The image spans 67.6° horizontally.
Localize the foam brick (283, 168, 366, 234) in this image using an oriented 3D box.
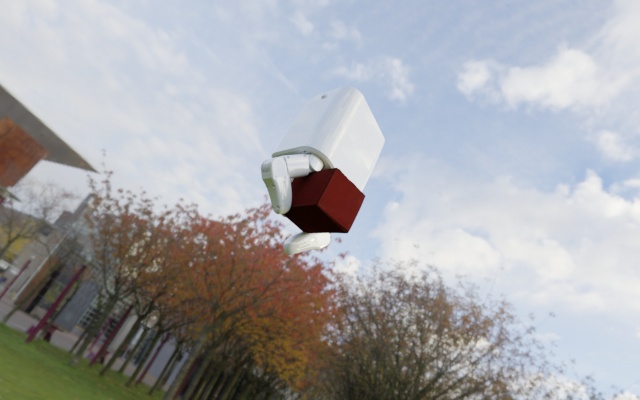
[{"bbox_3d":[0.000,0.002,0.530,0.053,0.051,0.078,44,-28,-28],"label":"foam brick"}]
